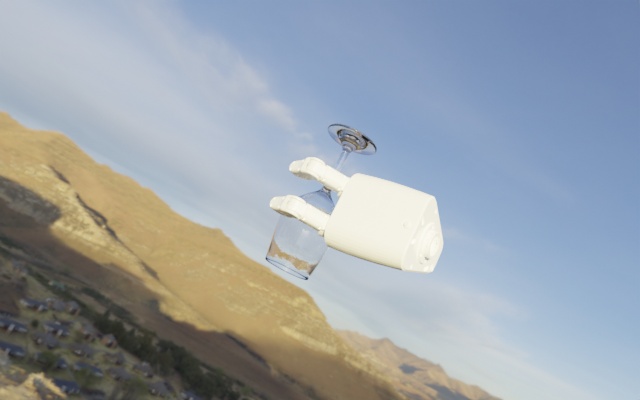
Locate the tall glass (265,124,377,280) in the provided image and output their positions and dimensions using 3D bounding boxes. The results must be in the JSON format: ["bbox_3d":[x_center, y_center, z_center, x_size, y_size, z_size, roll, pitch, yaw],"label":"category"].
[{"bbox_3d":[0.000,0.001,0.633,0.079,0.201,0.079,26,-14,7],"label":"tall glass"}]
